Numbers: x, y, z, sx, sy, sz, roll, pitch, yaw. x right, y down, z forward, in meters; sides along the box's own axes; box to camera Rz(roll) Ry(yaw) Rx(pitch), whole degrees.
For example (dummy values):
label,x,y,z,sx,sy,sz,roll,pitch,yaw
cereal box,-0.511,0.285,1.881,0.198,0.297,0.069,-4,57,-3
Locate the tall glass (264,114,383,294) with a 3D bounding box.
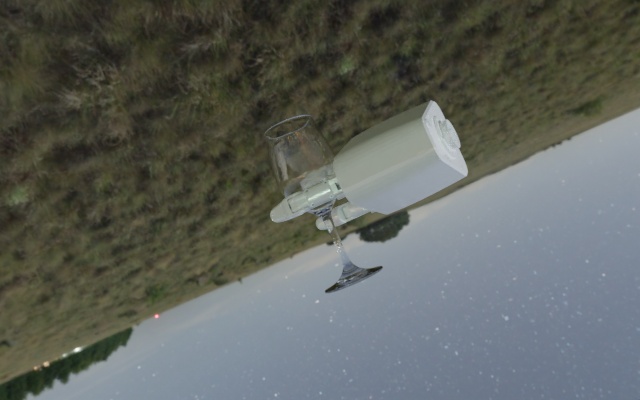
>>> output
label,x,y,z,sx,sy,sz,roll,pitch,yaw
tall glass,0.000,0.003,0.564,0.079,0.201,0.079,-24,-4,-2
